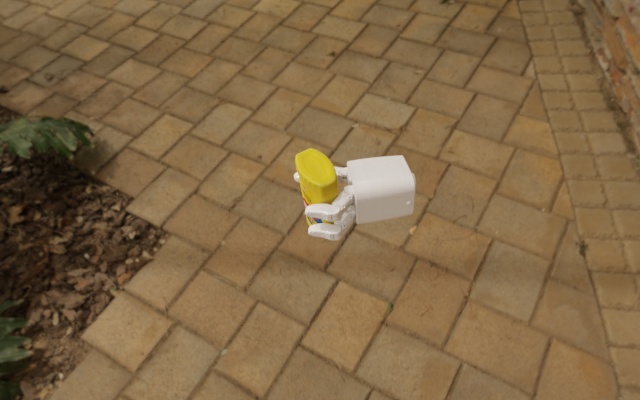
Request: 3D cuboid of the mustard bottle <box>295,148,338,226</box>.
[{"bbox_3d":[0.000,0.003,0.870,0.058,0.192,0.096,-27,52,-15],"label":"mustard bottle"}]
